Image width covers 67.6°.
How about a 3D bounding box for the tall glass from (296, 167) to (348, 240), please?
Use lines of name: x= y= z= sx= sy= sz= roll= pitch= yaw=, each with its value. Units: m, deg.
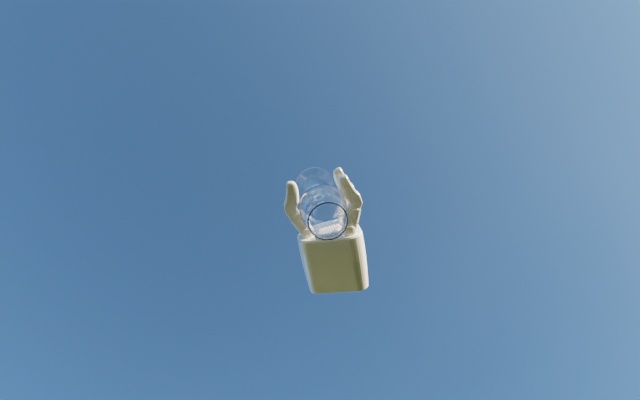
tall glass: x=0.000 y=0.002 z=0.811 sx=0.079 sy=0.079 sz=0.201 roll=0 pitch=17 yaw=-7
